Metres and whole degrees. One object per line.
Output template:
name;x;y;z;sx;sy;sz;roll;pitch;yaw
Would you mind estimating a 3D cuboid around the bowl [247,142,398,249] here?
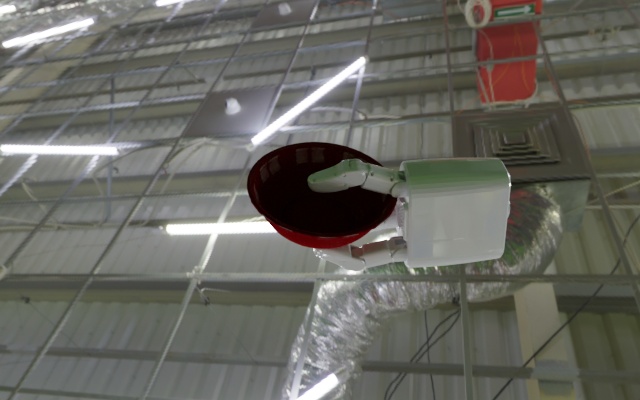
bowl;-0.001;0.002;0.528;0.162;0.055;0.162;4;40;-3
